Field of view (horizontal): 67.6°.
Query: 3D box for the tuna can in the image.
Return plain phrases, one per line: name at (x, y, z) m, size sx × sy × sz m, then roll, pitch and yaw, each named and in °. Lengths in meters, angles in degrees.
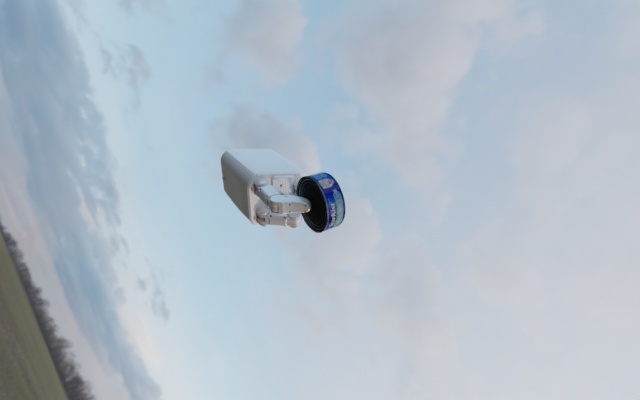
tuna can at (0.001, 0.002, 0.702) m, size 0.034 × 0.086 × 0.086 m, roll -17°, pitch 8°, yaw -28°
